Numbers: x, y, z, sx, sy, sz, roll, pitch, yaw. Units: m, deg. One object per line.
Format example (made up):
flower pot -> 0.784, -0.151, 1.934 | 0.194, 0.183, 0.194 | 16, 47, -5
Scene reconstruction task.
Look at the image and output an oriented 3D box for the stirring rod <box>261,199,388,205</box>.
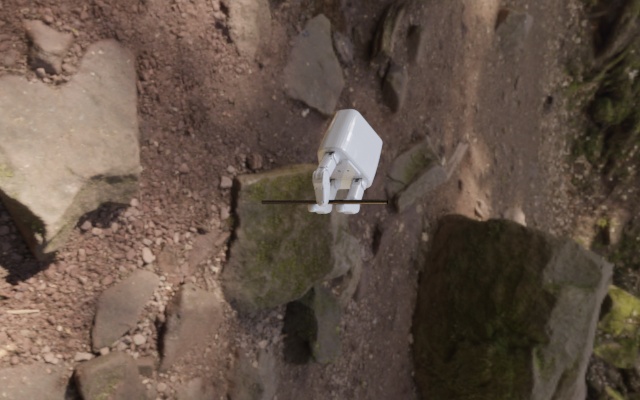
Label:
stirring rod -> 0.000, 0.003, 0.809 | 0.239, 0.011, 0.011 | 0, 0, 29
